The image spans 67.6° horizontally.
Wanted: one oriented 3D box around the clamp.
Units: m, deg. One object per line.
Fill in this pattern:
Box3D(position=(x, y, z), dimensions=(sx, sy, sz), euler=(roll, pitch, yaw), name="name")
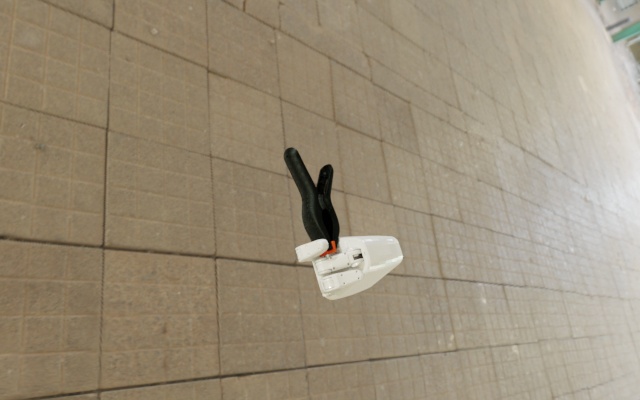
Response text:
Box3D(position=(0.001, 0.002, 0.754), dimensions=(0.039, 0.171, 0.120), euler=(-21, -13, 35), name="clamp")
